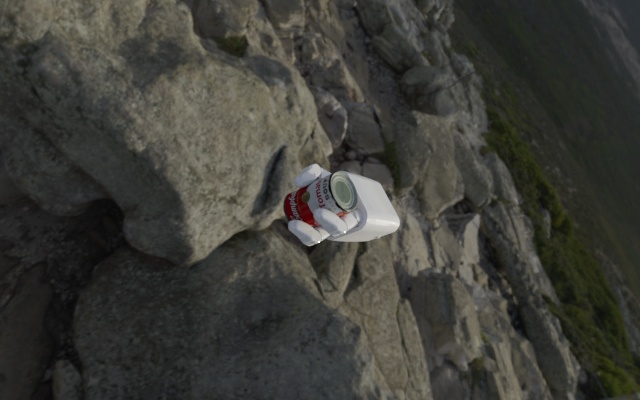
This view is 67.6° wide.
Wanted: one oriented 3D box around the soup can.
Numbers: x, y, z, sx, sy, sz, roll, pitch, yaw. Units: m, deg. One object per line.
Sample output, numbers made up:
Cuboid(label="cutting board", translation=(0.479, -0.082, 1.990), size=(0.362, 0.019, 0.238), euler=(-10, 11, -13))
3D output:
Cuboid(label="soup can", translation=(0.000, 0.002, 0.755), size=(0.102, 0.068, 0.068), euler=(-24, -15, 37))
